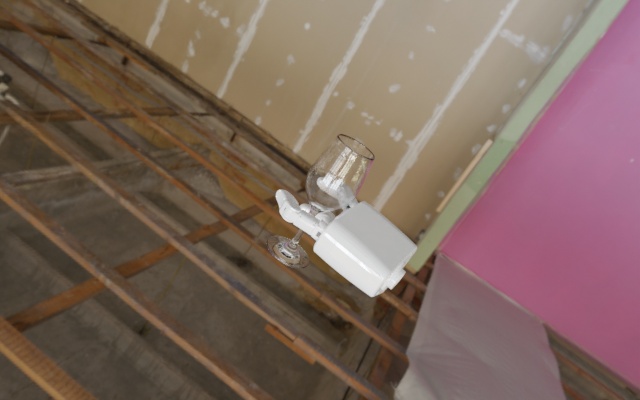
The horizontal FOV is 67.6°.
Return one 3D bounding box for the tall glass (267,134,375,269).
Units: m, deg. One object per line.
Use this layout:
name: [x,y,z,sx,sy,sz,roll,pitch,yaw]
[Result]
tall glass: [0.000,0.003,0.701,0.079,0.201,0.079,28,22,-12]
